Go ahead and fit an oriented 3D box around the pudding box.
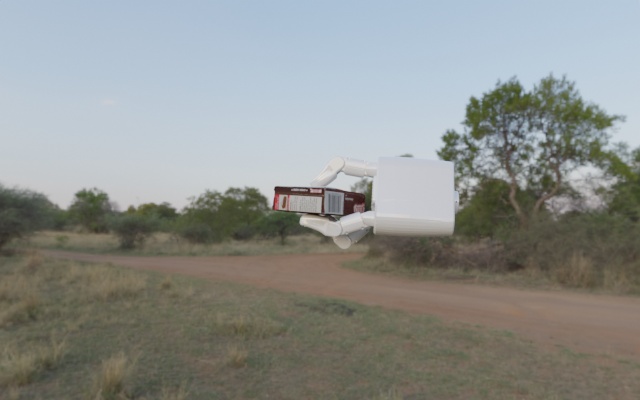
[{"bbox_3d":[0.000,0.002,0.688,0.090,0.039,0.113,2,-4,34],"label":"pudding box"}]
